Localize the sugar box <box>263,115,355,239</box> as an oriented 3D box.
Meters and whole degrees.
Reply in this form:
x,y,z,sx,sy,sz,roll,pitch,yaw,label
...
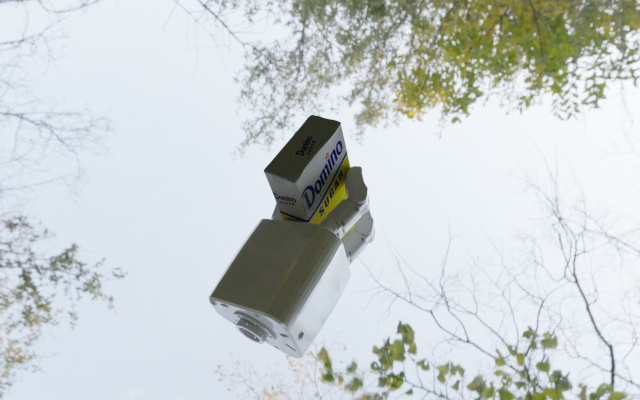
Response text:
x,y,z,sx,sy,sz,roll,pitch,yaw,label
0.000,0.002,0.540,0.048,0.093,0.176,20,-33,26,sugar box
